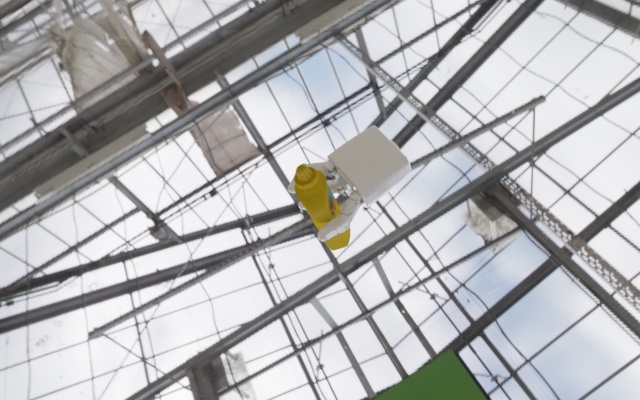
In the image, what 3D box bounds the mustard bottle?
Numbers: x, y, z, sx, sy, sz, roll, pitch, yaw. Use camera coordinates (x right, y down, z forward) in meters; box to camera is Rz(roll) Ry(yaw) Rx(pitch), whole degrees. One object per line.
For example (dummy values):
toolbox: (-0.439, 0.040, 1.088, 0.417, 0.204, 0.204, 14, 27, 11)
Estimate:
mustard bottle: (0.000, 0.003, 0.843, 0.058, 0.096, 0.192, -18, -40, 10)
